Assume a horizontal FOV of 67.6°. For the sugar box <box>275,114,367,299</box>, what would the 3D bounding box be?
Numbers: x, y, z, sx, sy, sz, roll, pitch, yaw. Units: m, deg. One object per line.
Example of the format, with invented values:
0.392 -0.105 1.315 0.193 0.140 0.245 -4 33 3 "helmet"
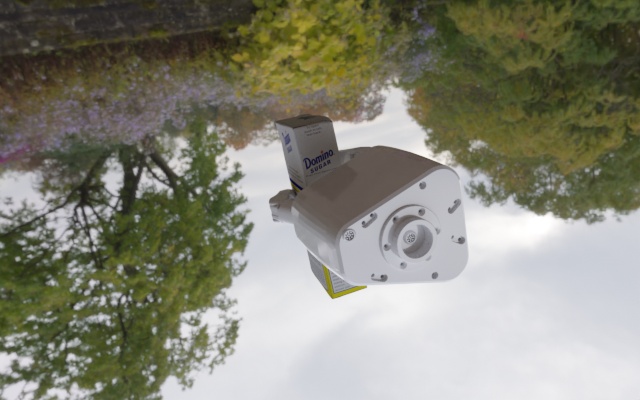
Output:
0.001 0.002 0.495 0.048 0.176 0.093 -14 17 -12 "sugar box"
